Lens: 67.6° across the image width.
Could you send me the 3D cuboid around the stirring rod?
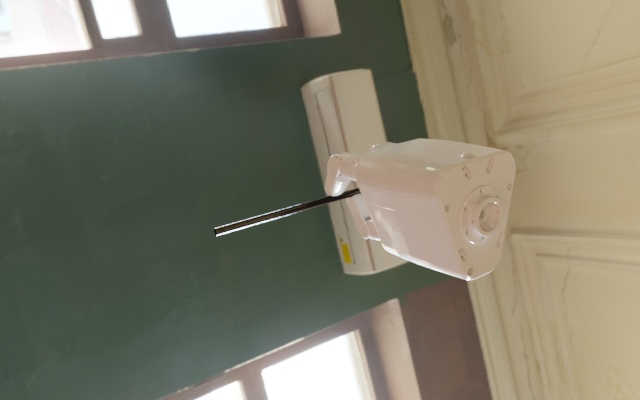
[{"bbox_3d":[0.000,0.002,0.522,0.239,0.011,0.011,-16,7,-27],"label":"stirring rod"}]
